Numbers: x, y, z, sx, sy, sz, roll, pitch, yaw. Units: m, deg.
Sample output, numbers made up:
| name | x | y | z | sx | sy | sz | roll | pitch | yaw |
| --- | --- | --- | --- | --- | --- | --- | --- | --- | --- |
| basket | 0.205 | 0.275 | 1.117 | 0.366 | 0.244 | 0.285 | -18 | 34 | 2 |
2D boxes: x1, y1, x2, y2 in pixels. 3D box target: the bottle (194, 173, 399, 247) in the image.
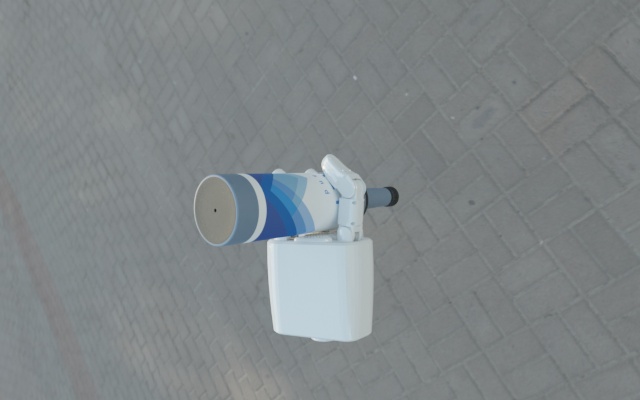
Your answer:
| name | x | y | z | sx | sy | sz | roll | pitch | yaw |
| --- | --- | --- | --- | --- | --- | --- | --- | --- | --- |
| bottle | 0.000 | 0.002 | 0.544 | 0.069 | 0.069 | 0.295 | 0 | 3 | 41 |
